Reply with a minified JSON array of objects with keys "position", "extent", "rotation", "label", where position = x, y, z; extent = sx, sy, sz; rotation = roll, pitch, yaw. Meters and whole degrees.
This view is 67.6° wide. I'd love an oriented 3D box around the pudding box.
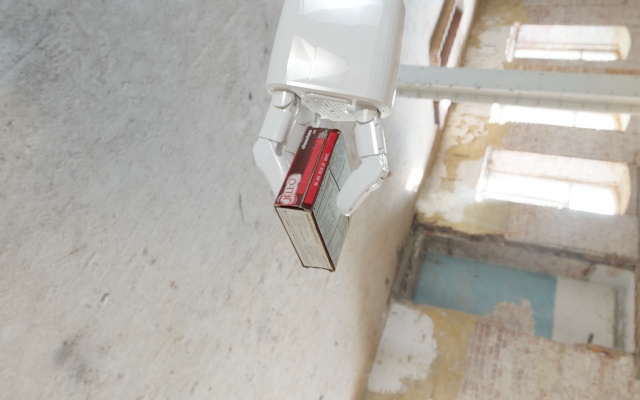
[{"position":[0.000,0.001,0.444],"extent":[0.039,0.090,0.114],"rotation":[8,-33,21],"label":"pudding box"}]
